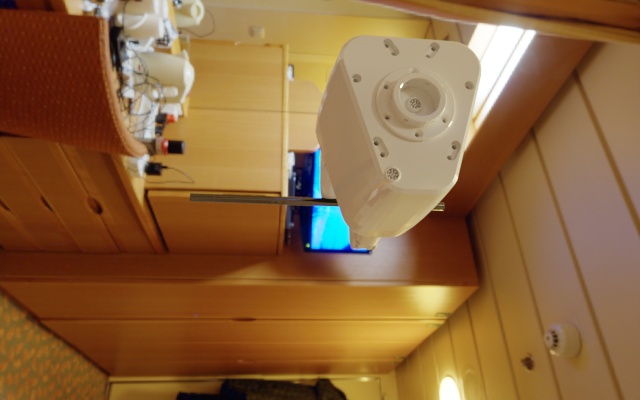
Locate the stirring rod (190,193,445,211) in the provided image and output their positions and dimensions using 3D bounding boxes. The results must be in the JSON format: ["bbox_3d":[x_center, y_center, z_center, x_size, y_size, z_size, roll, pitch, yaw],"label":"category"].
[{"bbox_3d":[0.000,0.002,0.451,0.239,0.011,0.011,2,0,-6],"label":"stirring rod"}]
